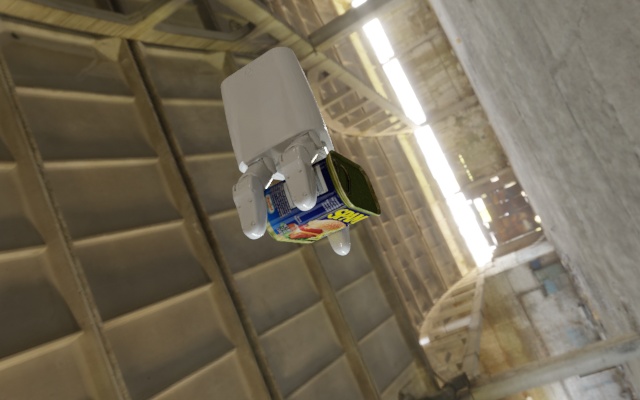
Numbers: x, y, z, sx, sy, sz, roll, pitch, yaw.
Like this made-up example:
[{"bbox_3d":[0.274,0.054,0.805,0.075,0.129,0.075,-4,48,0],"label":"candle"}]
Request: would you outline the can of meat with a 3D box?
[{"bbox_3d":[0.000,0.002,0.466,0.084,0.057,0.102,-26,-17,19],"label":"can of meat"}]
